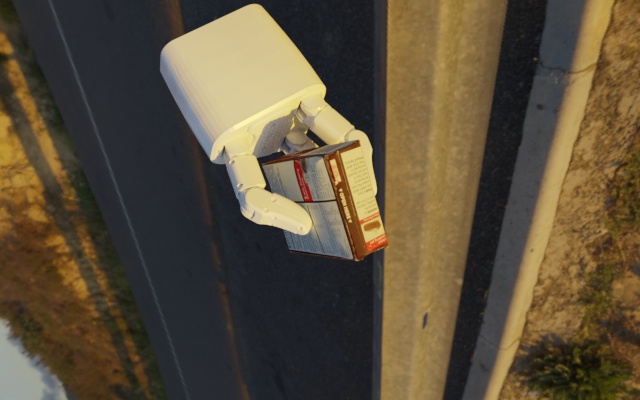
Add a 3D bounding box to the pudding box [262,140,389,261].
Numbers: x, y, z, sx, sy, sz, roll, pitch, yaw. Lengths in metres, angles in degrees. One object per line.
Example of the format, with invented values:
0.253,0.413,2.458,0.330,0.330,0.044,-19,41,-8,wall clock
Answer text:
0.000,0.001,0.410,0.039,0.090,0.113,-23,11,-29,pudding box
